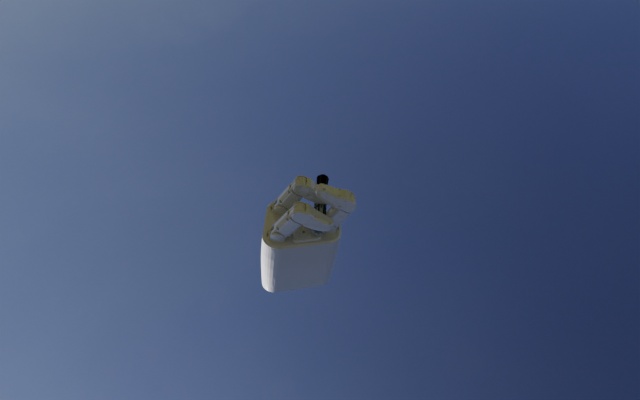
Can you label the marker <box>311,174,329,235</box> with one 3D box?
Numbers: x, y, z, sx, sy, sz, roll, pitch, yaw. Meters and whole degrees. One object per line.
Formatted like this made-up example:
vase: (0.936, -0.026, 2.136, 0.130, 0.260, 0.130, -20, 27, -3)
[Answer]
marker: (0.000, 0.002, 0.694, 0.020, 0.020, 0.121, 0, 41, 4)
